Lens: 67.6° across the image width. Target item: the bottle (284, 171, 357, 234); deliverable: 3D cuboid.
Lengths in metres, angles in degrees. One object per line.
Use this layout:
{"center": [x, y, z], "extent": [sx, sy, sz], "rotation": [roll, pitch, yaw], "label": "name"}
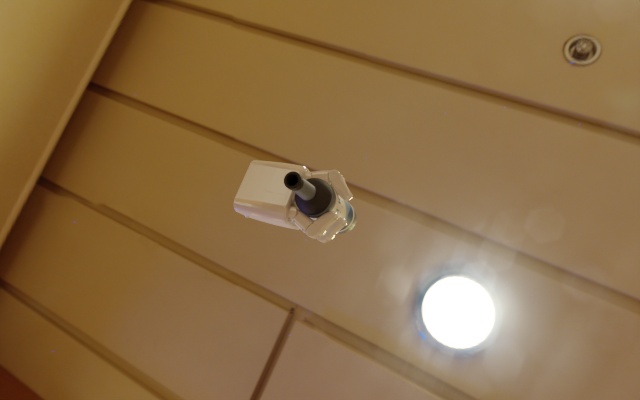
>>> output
{"center": [0.000, 0.003, 0.842], "extent": [0.069, 0.069, 0.296], "rotation": [0, -13, 17], "label": "bottle"}
